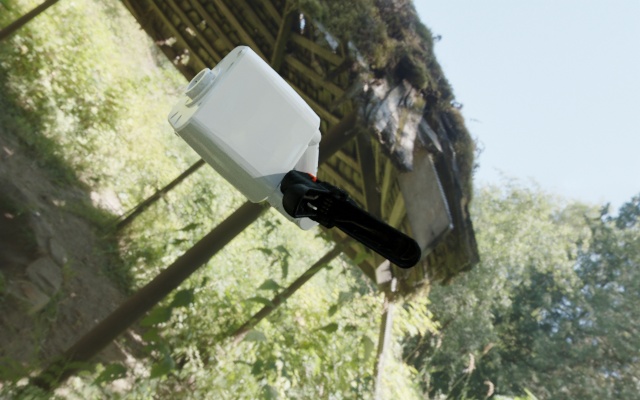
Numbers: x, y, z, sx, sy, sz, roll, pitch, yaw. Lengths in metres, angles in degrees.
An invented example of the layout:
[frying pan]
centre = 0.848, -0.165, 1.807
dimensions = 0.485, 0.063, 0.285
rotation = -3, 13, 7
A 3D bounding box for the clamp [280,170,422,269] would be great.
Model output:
[clamp]
centre = 0.000, 0.001, 0.415
dimensions = 0.120, 0.039, 0.171
rotation = 32, 0, -30
